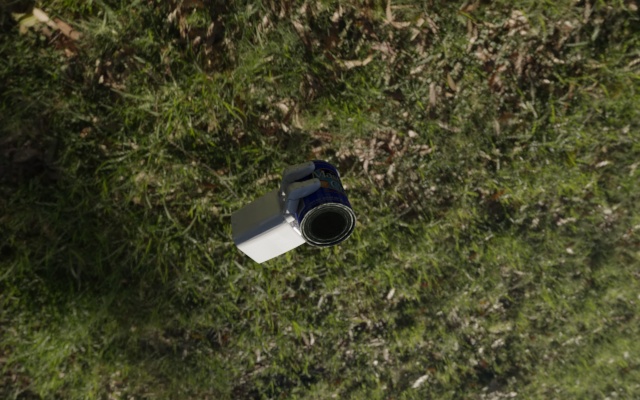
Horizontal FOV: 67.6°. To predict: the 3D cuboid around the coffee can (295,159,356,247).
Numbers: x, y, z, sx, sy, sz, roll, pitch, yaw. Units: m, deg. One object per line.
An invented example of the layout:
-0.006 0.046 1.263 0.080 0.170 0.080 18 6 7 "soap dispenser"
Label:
0.000 0.003 0.896 0.103 0.103 0.140 0 37 -14 "coffee can"
